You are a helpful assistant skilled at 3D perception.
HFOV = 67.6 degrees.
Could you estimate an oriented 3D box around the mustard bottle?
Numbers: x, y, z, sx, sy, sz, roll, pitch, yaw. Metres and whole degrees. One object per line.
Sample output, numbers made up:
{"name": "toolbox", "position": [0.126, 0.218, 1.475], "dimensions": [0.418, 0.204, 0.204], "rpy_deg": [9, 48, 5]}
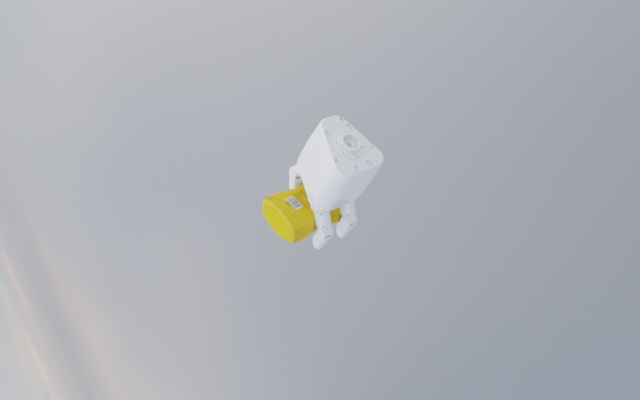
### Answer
{"name": "mustard bottle", "position": [0.000, 0.003, 0.846], "dimensions": [0.191, 0.058, 0.096], "rpy_deg": [-23, 48, -32]}
